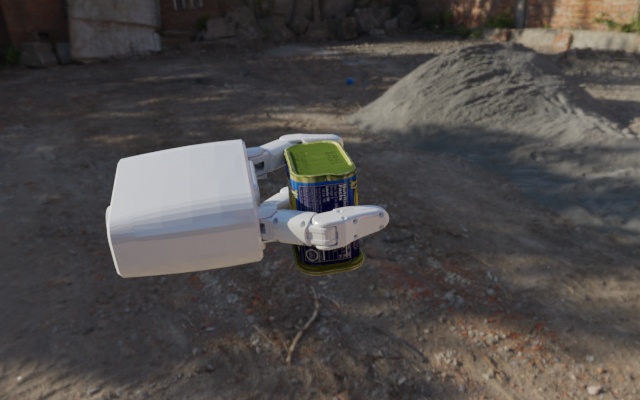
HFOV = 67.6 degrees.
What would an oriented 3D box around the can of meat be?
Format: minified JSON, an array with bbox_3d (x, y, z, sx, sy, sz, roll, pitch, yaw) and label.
[{"bbox_3d":[0.000,0.001,0.410,0.057,0.084,0.102,-7,23,-7],"label":"can of meat"}]
